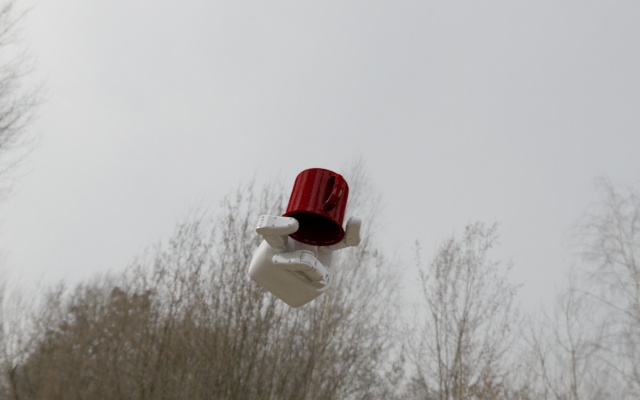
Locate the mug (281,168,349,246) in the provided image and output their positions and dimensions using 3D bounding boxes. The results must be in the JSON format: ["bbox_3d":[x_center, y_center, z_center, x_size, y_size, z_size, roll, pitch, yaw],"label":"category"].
[{"bbox_3d":[0.001,0.001,0.672,0.093,0.081,0.117,23,-34,-14],"label":"mug"}]
